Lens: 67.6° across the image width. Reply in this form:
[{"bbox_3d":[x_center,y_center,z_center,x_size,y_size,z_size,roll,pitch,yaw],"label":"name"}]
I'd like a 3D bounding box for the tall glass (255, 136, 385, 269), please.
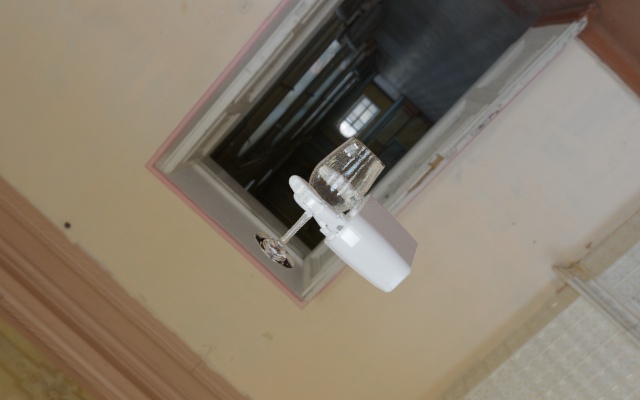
[{"bbox_3d":[0.000,0.003,0.676,0.079,0.201,0.079,41,11,-10],"label":"tall glass"}]
